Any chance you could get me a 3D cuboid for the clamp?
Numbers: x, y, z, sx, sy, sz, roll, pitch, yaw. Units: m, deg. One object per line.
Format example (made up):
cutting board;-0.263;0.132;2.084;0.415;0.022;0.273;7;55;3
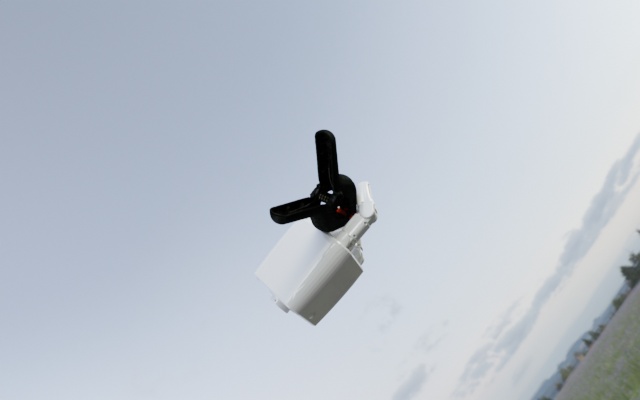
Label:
clamp;0.000;0.002;0.597;0.039;0.120;0.171;34;-12;33
